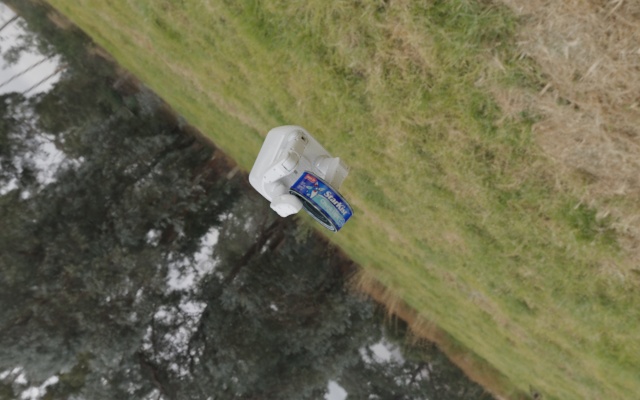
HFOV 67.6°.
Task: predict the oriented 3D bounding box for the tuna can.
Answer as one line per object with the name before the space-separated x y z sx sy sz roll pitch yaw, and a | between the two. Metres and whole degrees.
tuna can | 0.000 0.002 0.618 0.086 0.033 0.086 40 -11 9
